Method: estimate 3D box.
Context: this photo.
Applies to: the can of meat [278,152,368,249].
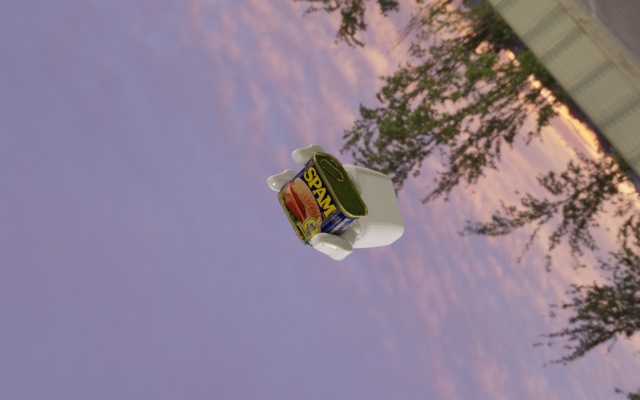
[{"bbox_3d":[0.000,0.002,0.631,0.084,0.102,0.057,-41,-25,29],"label":"can of meat"}]
